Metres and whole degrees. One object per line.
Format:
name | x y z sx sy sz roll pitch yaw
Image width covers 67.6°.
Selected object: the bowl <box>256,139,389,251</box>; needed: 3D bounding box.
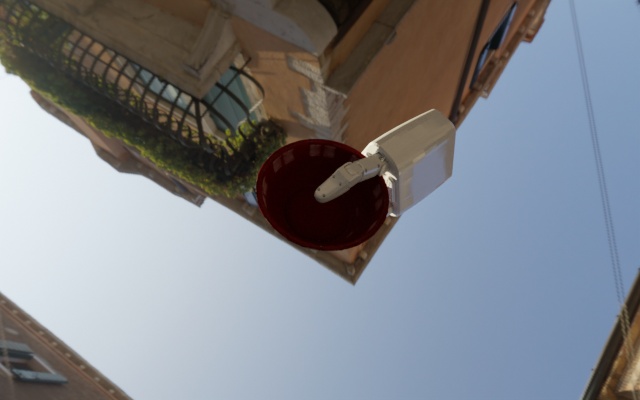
bowl | -0.001 0.002 0.592 0.162 0.162 0.055 0 -33 -11
